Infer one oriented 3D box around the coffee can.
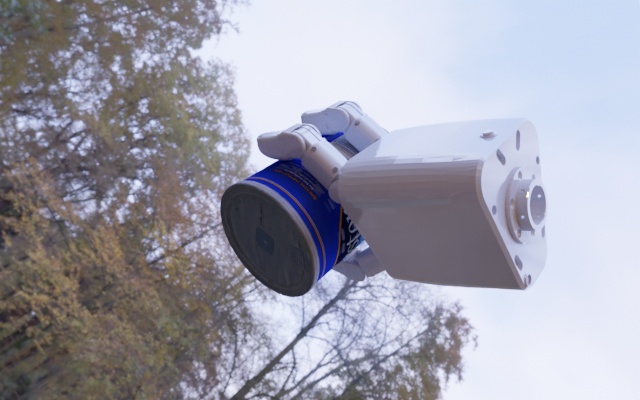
[{"bbox_3d":[0.000,0.001,0.415,0.103,0.103,0.140,0,27,46],"label":"coffee can"}]
